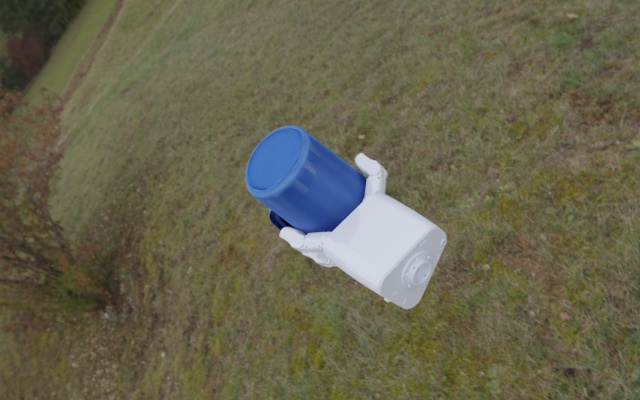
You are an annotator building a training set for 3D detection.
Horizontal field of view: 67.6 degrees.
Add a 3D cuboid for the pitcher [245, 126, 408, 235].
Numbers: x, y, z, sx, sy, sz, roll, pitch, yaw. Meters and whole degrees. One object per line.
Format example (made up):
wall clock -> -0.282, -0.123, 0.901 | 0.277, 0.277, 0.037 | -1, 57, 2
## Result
pitcher -> 0.000, 0.002, 0.697 | 0.243, 0.149, 0.145 | 37, -1, -43
